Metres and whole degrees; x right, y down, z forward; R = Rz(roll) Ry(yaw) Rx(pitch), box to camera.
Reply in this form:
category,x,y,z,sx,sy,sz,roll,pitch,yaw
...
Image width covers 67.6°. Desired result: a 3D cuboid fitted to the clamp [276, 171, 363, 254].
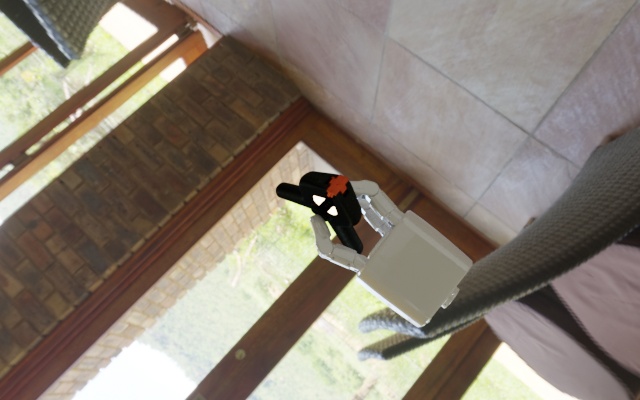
category,x,y,z,sx,sy,sz,roll,pitch,yaw
clamp,0.000,0.003,0.656,0.164,0.036,0.210,36,-16,10
